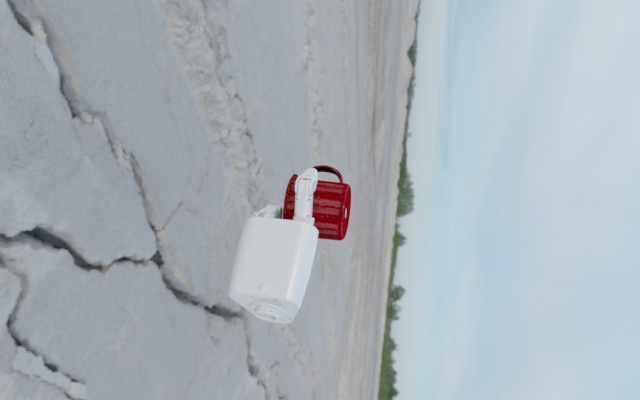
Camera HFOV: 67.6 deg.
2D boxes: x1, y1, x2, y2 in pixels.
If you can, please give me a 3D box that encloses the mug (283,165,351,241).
[{"bbox_3d":[0.001,0.001,0.681,0.081,0.117,0.093,6,-29,10],"label":"mug"}]
